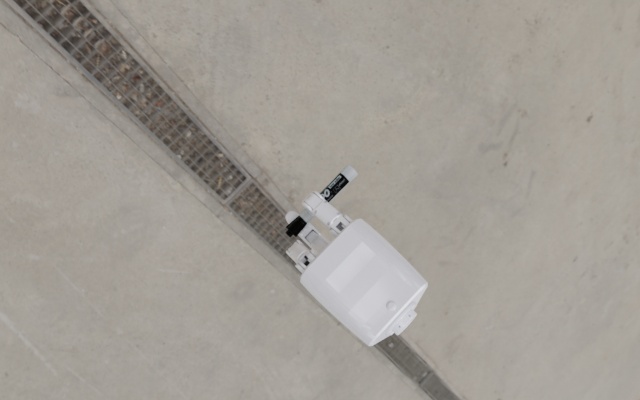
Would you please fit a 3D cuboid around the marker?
[{"bbox_3d":[0.000,0.002,0.621,0.020,0.121,0.020,44,-6,6],"label":"marker"}]
